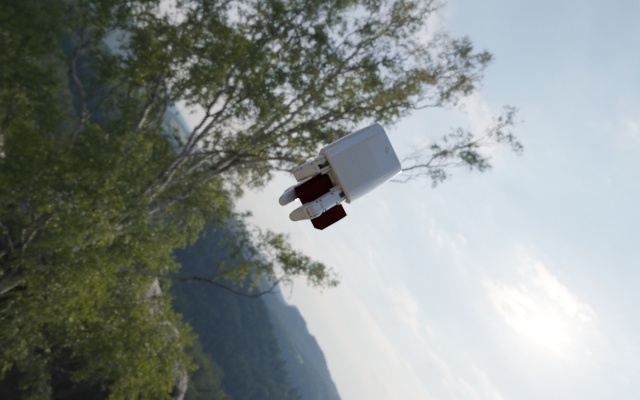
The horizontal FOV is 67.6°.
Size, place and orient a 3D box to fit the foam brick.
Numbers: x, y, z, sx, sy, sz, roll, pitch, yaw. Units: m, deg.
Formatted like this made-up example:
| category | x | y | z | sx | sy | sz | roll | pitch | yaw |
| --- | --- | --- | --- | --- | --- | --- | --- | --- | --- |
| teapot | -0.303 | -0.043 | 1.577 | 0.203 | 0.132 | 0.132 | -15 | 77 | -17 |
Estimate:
| category | x | y | z | sx | sy | sz | roll | pitch | yaw |
| --- | --- | --- | --- | --- | --- | --- | --- | --- | --- |
| foam brick | 0.000 | 0.003 | 0.781 | 0.051 | 0.078 | 0.053 | -29 | 10 | -12 |
